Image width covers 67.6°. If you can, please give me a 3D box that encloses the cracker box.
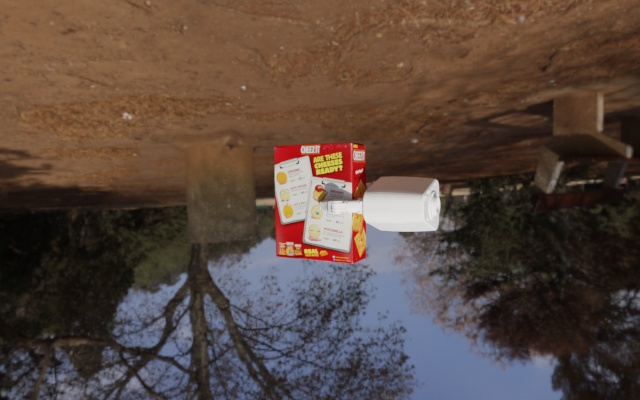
[{"bbox_3d":[0.000,0.003,0.894,0.164,0.214,0.072,1,4,28],"label":"cracker box"}]
